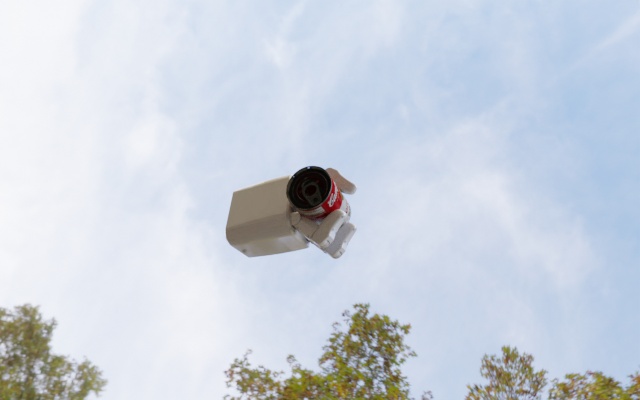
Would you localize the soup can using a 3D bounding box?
[{"bbox_3d":[0.001,0.002,0.704,0.068,0.068,0.102,0,-24,21],"label":"soup can"}]
